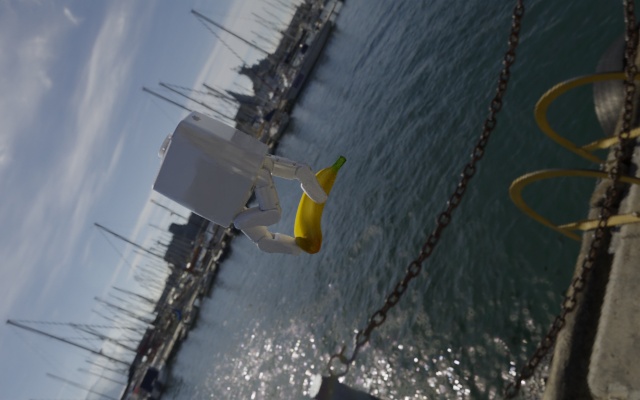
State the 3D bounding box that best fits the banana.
[{"bbox_3d":[-0.008,0.011,0.670,0.037,0.197,0.070,28,-48,-12],"label":"banana"}]
